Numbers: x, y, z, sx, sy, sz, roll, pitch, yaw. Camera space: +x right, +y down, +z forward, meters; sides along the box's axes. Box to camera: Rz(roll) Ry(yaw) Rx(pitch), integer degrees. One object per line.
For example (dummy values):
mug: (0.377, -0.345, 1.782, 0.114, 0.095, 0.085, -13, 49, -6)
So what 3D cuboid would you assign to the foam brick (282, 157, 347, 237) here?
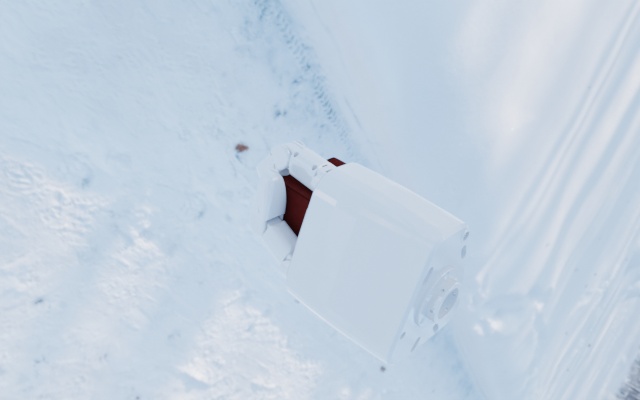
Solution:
foam brick: (0.000, 0.001, 0.432, 0.078, 0.053, 0.051, -22, 41, -40)
